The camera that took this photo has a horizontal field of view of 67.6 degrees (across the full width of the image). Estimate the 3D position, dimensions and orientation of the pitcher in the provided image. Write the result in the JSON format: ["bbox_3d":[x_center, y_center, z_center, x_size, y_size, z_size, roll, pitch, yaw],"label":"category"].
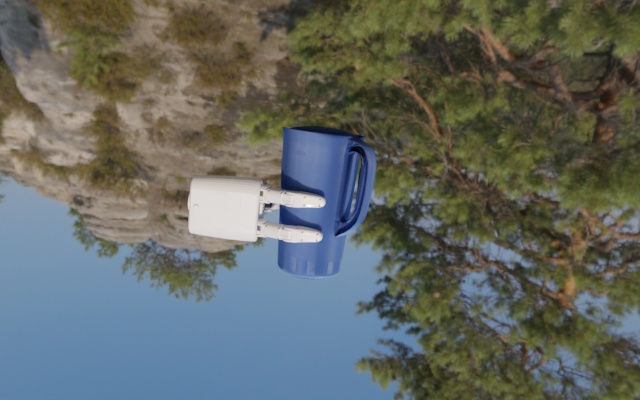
[{"bbox_3d":[0.000,0.003,0.783,0.145,0.243,0.149,5,10,-5],"label":"pitcher"}]
